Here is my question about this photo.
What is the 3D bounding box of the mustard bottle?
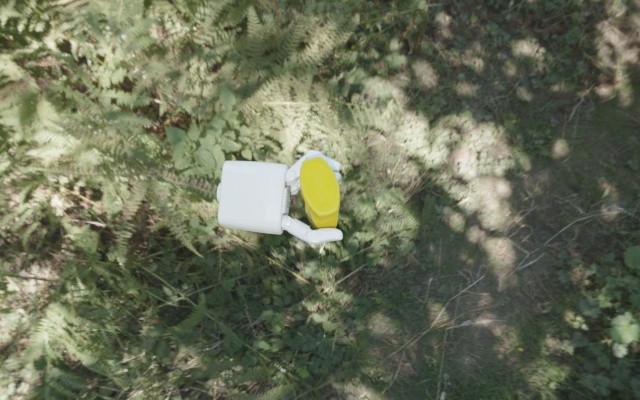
[{"bbox_3d":[0.000,0.003,0.808,0.058,0.096,0.192,-17,-15,-4],"label":"mustard bottle"}]
